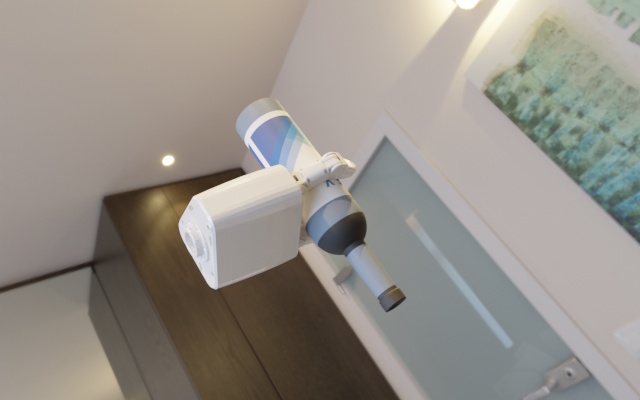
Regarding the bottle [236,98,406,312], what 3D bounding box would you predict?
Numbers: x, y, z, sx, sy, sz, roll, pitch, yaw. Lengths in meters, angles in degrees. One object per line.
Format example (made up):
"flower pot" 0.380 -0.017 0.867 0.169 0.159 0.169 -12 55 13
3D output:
"bottle" 0.000 0.002 0.564 0.069 0.295 0.069 -30 -23 -14
